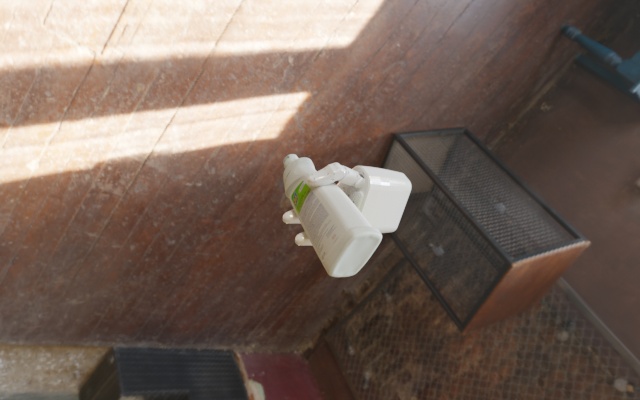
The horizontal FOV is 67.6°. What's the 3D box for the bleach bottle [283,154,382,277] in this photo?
[{"bbox_3d":[0.000,0.003,0.789,0.068,0.103,0.250,5,38,-37],"label":"bleach bottle"}]
